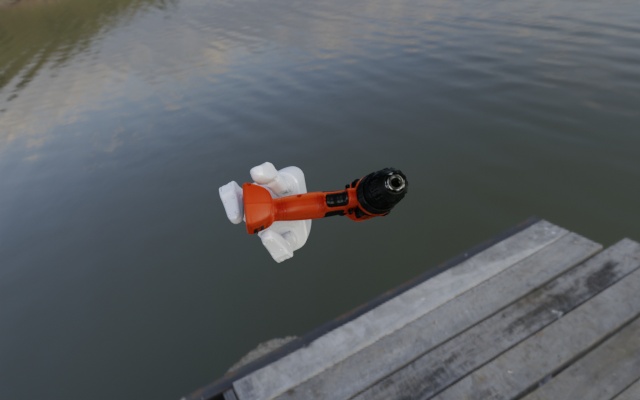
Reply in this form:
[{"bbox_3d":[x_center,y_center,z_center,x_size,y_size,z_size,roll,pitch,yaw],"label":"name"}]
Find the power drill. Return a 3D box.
[{"bbox_3d":[0.000,0.002,0.588,0.187,0.057,0.184,-4,-10,-10],"label":"power drill"}]
